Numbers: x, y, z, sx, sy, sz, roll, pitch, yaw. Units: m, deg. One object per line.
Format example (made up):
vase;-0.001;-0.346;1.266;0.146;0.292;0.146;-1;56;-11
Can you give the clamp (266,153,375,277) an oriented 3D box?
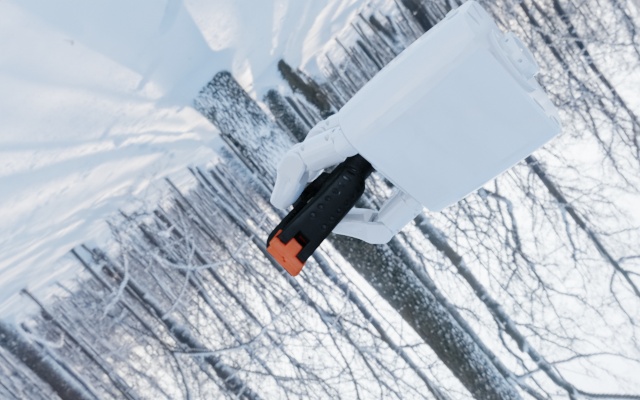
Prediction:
clamp;0.001;0.002;0.407;0.165;0.036;0.210;-41;7;36
